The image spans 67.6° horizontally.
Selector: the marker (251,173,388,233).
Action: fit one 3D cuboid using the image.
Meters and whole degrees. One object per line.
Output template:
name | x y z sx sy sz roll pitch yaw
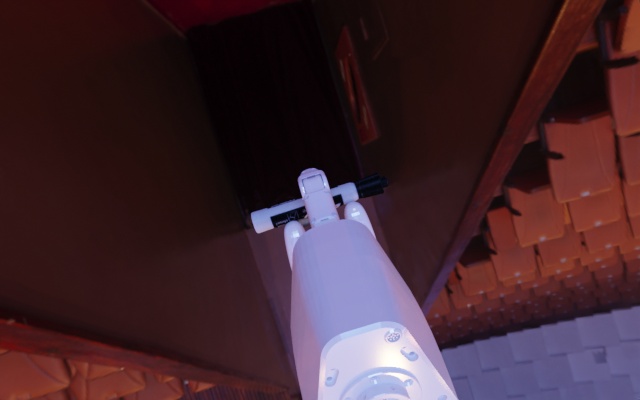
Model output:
marker | 0.000 0.001 0.414 0.121 0.020 0.020 -18 0 0
